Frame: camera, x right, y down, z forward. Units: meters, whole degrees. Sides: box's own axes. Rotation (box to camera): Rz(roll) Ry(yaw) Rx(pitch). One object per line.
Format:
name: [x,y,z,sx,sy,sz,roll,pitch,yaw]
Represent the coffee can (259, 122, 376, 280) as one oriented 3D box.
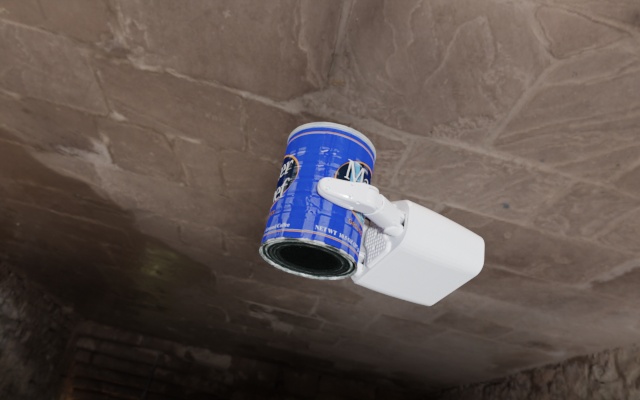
coffee can: [0.000,0.001,0.517,0.103,0.140,0.103,9,-27,5]
